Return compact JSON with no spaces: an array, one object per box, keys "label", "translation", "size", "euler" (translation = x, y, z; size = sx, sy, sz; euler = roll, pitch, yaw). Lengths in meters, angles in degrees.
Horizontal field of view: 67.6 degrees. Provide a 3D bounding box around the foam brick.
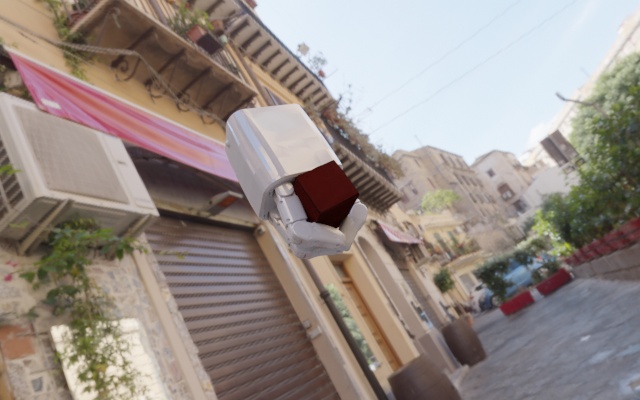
[{"label":"foam brick","translation":[0.000,0.002,0.535],"size":[0.053,0.051,0.078],"euler":[-25,-20,-24]}]
